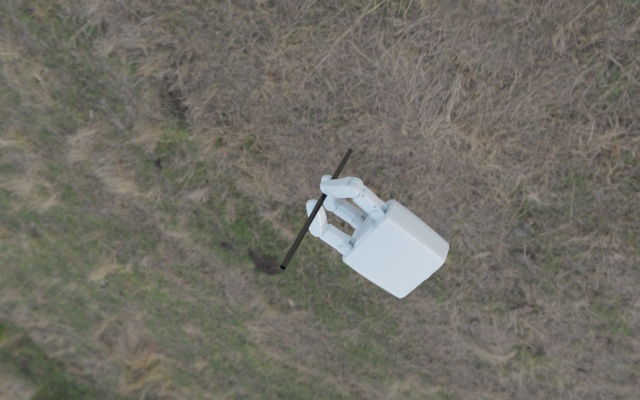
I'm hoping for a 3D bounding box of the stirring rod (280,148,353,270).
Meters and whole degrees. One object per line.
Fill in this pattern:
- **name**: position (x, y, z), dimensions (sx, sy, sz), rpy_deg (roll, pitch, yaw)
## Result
- **stirring rod**: position (0.000, 0.002, 0.657), dimensions (0.011, 0.011, 0.239), rpy_deg (0, 41, 31)
